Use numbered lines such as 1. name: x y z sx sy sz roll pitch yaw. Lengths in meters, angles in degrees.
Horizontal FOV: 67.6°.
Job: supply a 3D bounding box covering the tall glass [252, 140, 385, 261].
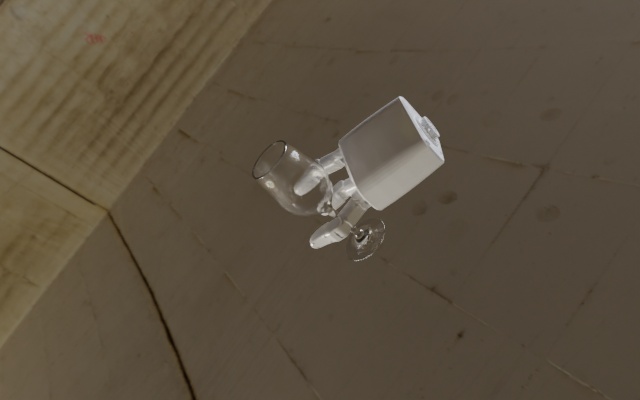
1. tall glass: 0.000 0.003 0.660 0.201 0.079 0.079 39 -22 -30
